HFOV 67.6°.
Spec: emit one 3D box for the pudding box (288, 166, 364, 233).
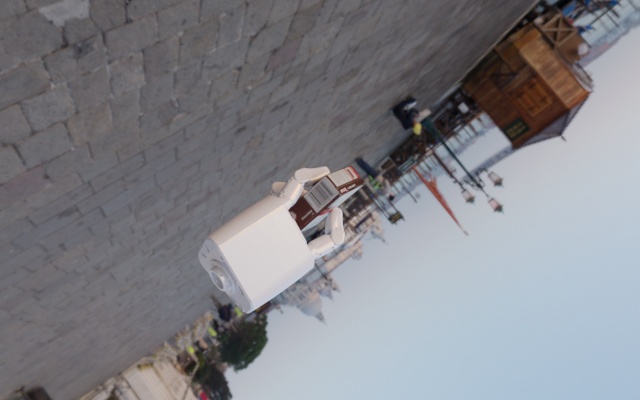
[{"bbox_3d":[0.000,0.002,0.693,0.113,0.039,0.090,-40,-6,29],"label":"pudding box"}]
